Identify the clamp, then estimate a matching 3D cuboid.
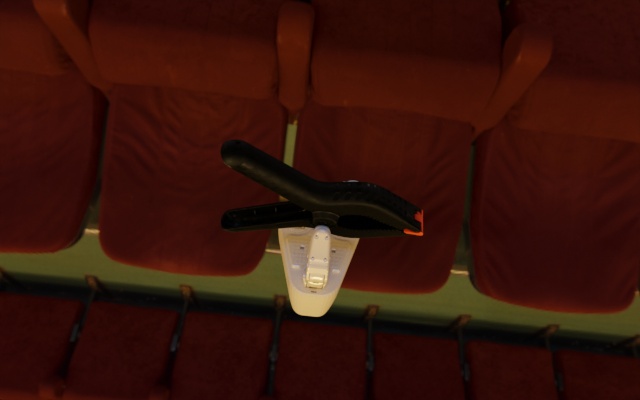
[{"bbox_3d":[0.001,0.002,0.459,0.210,0.036,0.165,6,-25,-1],"label":"clamp"}]
